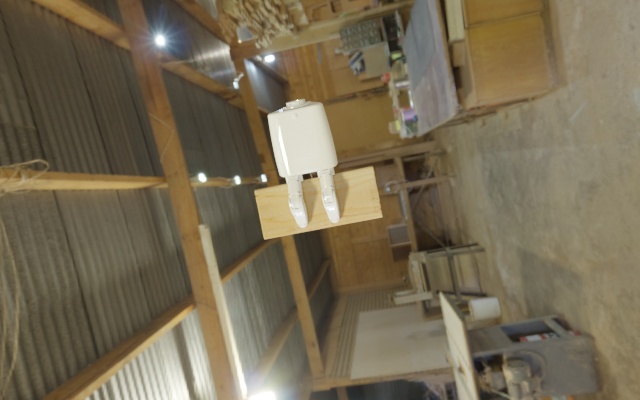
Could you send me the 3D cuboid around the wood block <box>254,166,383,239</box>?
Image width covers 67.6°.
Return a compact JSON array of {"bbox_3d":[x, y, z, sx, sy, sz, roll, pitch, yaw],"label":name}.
[{"bbox_3d":[0.000,0.002,0.849,0.206,0.090,0.091,-11,3,7],"label":"wood block"}]
